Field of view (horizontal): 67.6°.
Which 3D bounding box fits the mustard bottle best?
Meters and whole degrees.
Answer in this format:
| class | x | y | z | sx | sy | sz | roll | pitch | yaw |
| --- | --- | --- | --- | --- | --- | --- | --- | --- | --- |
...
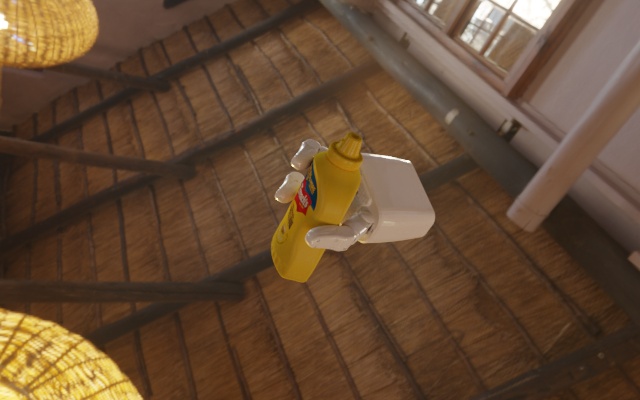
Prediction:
| class | x | y | z | sx | sy | sz | roll | pitch | yaw |
| --- | --- | --- | --- | --- | --- | --- | --- | --- | --- |
| mustard bottle | 0.000 | 0.002 | 0.569 | 0.058 | 0.192 | 0.096 | 18 | 34 | -17 |
